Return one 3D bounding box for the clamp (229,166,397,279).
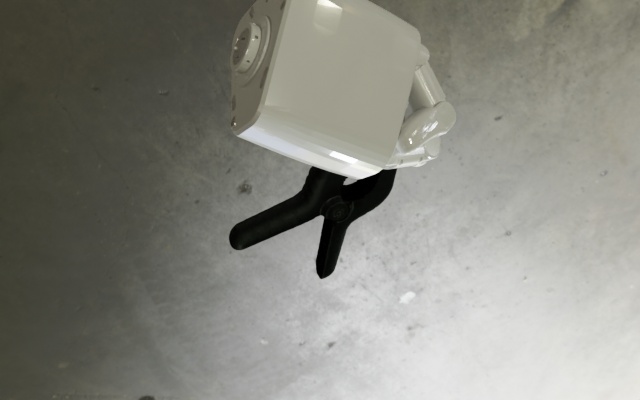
[{"bbox_3d":[0.000,0.002,0.423,0.120,0.171,0.039,13,32,-37],"label":"clamp"}]
